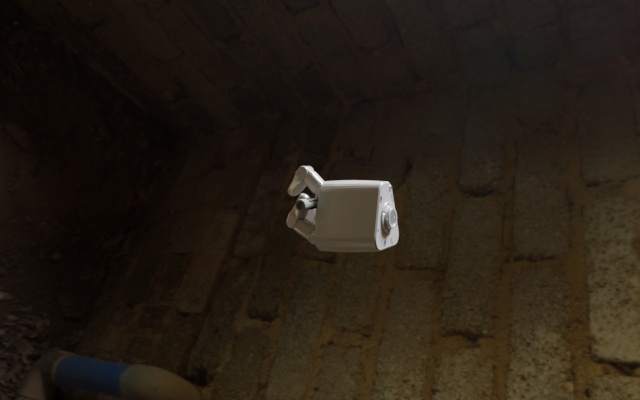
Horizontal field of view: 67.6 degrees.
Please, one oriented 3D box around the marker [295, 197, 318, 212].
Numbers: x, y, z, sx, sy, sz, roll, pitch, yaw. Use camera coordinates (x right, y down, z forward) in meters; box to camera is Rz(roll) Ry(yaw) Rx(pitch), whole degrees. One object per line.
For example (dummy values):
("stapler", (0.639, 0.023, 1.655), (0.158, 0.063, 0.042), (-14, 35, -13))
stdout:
("marker", (0.000, 0.003, 0.787), (0.020, 0.020, 0.121), (0, 5, 32))
